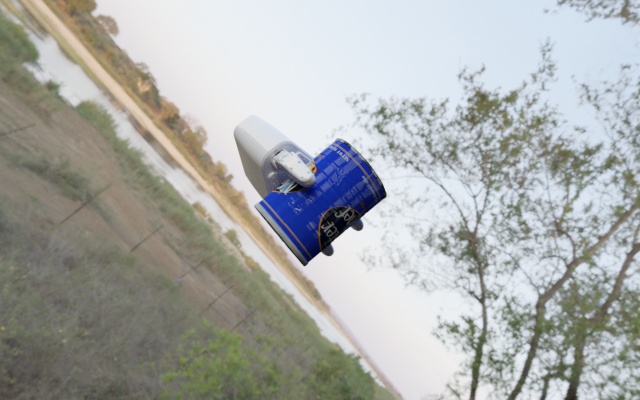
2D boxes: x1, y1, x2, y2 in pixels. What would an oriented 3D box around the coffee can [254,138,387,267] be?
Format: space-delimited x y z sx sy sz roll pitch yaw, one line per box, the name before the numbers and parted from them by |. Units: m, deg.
coffee can | 0.000 0.002 0.620 0.140 0.103 0.103 -40 6 -7
